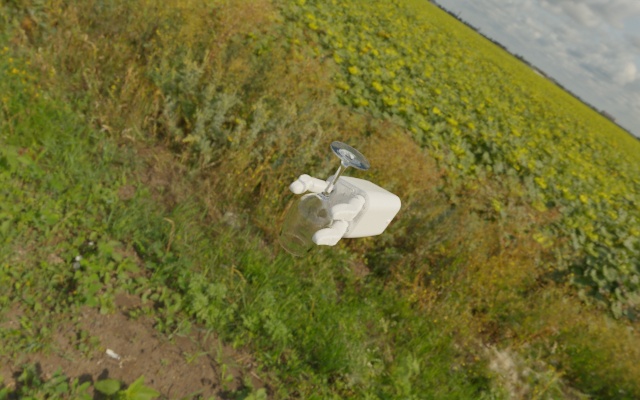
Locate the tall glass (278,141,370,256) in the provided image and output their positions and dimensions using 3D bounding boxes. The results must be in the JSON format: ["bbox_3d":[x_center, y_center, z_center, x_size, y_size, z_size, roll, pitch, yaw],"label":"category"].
[{"bbox_3d":[0.000,0.002,0.809,0.079,0.201,0.079,26,26,-14],"label":"tall glass"}]
